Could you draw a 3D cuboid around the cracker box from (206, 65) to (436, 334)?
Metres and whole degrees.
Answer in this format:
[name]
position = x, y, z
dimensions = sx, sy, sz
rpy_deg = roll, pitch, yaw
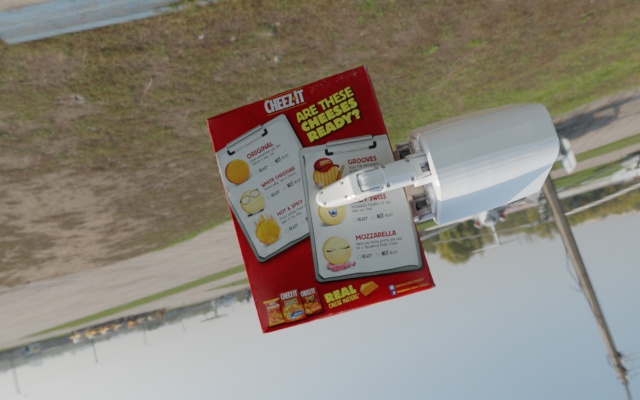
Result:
[cracker box]
position = 0.000, 0.002, 0.467
dimensions = 0.164, 0.213, 0.072
rpy_deg = -17, -8, 7
